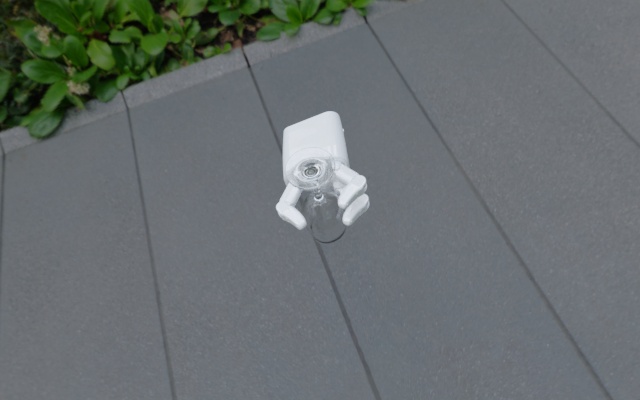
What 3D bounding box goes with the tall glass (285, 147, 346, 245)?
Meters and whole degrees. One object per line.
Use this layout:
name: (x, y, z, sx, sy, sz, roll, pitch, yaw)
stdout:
tall glass: (0.000, 0.002, 0.776, 0.079, 0.079, 0.201, 0, -31, 10)
